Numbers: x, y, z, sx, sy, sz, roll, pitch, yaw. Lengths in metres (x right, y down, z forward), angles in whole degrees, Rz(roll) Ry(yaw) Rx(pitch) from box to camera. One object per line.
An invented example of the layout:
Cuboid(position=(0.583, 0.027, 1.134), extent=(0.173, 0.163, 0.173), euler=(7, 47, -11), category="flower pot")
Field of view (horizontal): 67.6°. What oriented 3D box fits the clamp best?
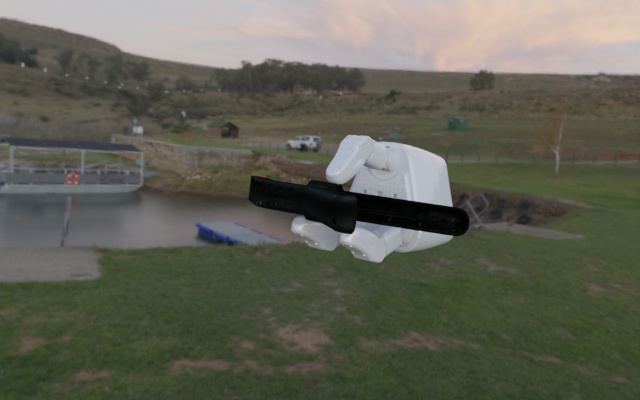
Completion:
Cuboid(position=(0.000, 0.000, 0.411), extent=(0.210, 0.036, 0.164), euler=(10, 3, 37), category="clamp")
